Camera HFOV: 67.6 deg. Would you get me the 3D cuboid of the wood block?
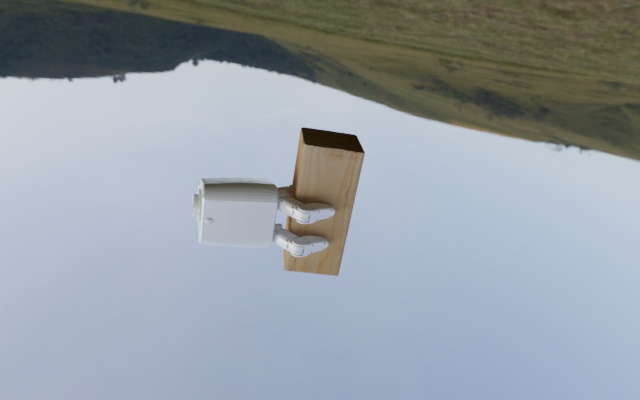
[{"bbox_3d":[0.000,0.002,0.741,0.090,0.206,0.090,7,24,-9],"label":"wood block"}]
